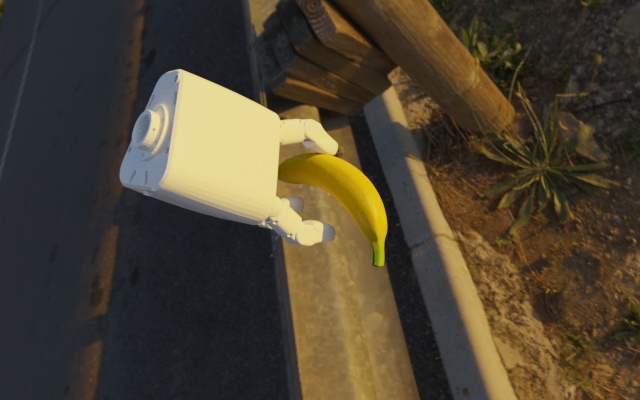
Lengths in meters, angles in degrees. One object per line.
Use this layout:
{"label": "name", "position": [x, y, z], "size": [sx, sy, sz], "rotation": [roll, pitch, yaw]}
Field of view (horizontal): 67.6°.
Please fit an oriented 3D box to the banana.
{"label": "banana", "position": [0.011, -0.013, 0.509], "size": [0.037, 0.070, 0.197], "rotation": [16, 19, -43]}
